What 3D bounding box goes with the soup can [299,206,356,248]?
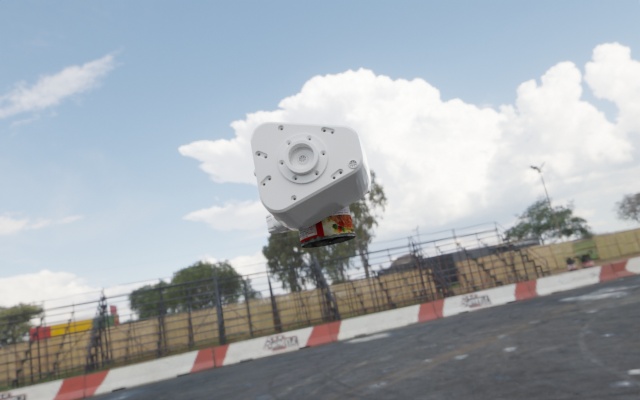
[{"bbox_3d":[0.000,0.002,0.590,0.068,0.102,0.068,-11,-12,-2],"label":"soup can"}]
